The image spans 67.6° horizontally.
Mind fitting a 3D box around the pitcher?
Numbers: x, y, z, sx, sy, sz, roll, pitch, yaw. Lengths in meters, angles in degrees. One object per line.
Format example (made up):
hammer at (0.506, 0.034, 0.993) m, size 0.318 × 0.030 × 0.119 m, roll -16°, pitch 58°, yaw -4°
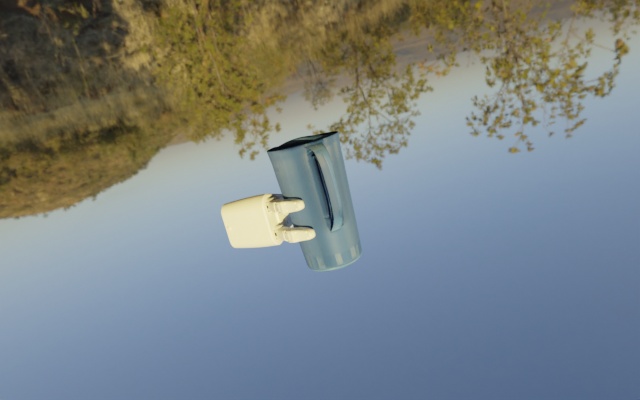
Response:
pitcher at (0.000, 0.003, 0.867) m, size 0.145 × 0.243 × 0.149 m, roll -10°, pitch 13°, yaw 28°
